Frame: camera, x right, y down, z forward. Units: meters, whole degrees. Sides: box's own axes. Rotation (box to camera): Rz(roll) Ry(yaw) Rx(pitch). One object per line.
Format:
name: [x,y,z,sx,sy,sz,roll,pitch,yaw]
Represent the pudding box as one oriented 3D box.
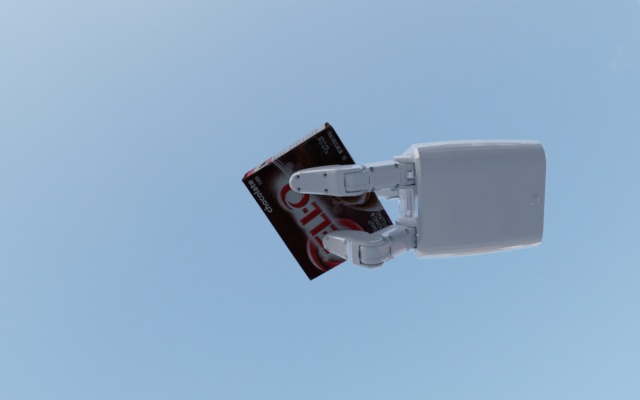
pudding box: [0.000,0.001,0.421,0.090,0.113,0.039,-31,12,8]
